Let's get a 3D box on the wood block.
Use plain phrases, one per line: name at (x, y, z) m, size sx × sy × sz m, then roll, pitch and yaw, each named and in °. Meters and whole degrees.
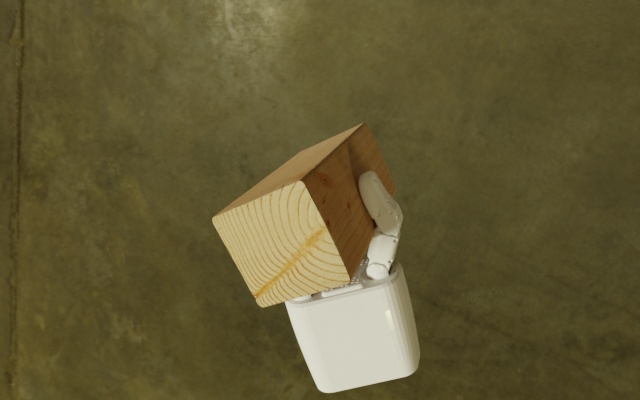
wood block at (0.000, 0.002, 0.461) m, size 0.091 × 0.090 × 0.206 m, roll -21°, pitch 13°, yaw 25°
